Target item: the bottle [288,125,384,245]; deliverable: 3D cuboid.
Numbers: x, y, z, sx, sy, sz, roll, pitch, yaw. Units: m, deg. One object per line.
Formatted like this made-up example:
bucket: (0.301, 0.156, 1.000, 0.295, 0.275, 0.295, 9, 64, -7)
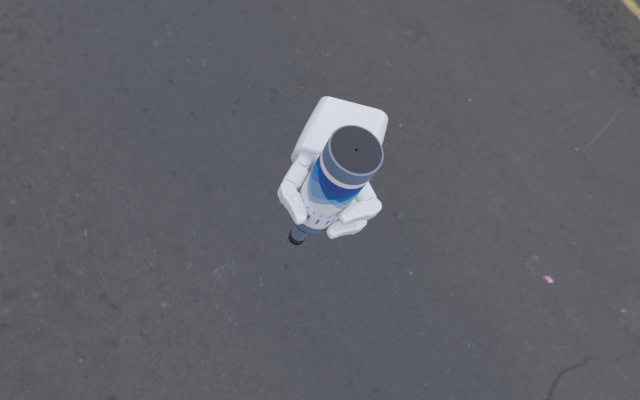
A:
bottle: (0.000, 0.002, 0.664, 0.069, 0.069, 0.296, 0, -24, -17)
